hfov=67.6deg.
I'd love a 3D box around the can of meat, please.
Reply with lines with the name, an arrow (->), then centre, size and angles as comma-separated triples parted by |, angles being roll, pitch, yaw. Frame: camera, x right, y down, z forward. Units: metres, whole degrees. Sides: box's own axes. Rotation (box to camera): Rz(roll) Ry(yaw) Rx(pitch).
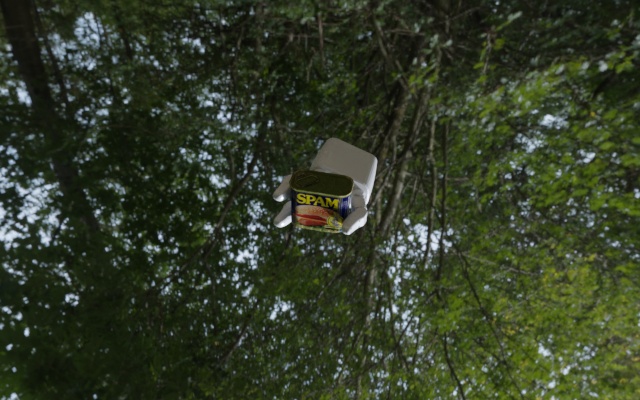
can of meat -> 0.000, 0.003, 0.791 | 0.102, 0.084, 0.057 | 9, 39, 7
